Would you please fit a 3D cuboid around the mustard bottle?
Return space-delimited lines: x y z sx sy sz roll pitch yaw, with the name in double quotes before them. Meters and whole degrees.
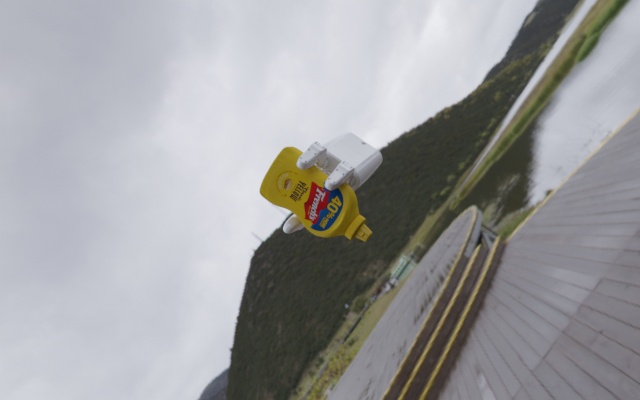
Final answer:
"mustard bottle" 0.000 0.002 0.760 0.191 0.096 0.058 36 15 12
